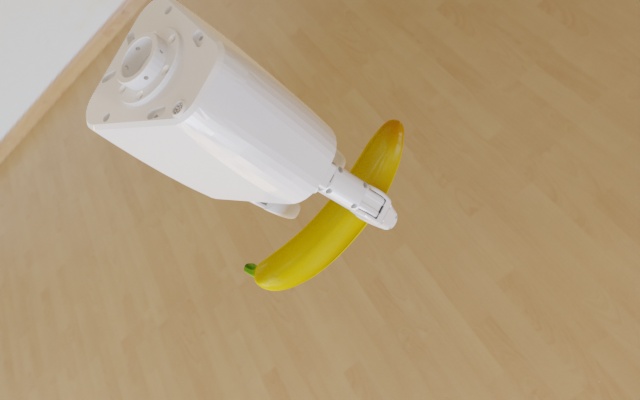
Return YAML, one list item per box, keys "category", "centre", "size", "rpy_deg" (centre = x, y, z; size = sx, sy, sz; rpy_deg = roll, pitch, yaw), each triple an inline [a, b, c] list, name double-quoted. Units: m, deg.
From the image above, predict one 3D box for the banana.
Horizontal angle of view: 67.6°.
- category: "banana"
  centre: [0.005, 0.015, 0.400]
  size: [0.037, 0.198, 0.069]
  rpy_deg: [33, 19, -46]
